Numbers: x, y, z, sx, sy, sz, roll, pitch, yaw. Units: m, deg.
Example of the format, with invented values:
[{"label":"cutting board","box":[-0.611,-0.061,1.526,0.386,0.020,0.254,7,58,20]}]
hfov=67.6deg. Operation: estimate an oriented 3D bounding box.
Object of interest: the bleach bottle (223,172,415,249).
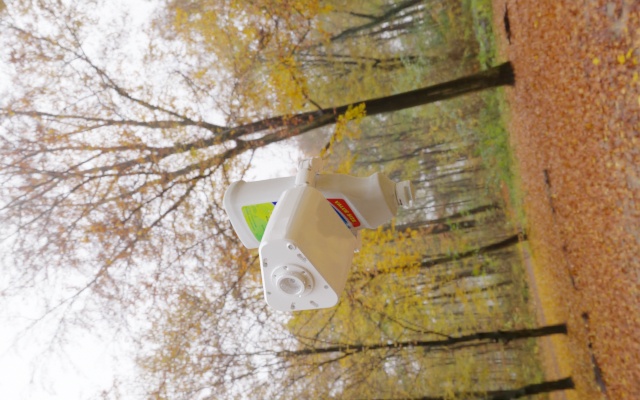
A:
[{"label":"bleach bottle","box":[0.000,0.002,0.654,0.251,0.103,0.068,-10,30,20]}]
